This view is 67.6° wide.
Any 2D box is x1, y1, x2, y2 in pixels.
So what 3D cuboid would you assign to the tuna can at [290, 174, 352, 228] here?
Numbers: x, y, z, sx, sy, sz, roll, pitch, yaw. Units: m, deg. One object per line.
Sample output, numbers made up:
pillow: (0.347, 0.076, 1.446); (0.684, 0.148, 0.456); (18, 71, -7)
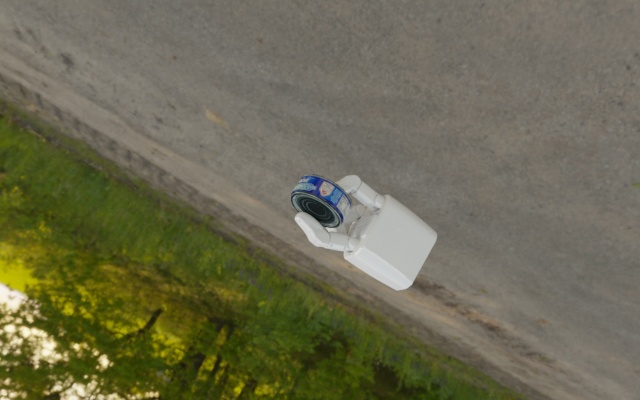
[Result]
tuna can: (0.000, 0.003, 0.683); (0.086, 0.033, 0.086); (25, -26, 13)
